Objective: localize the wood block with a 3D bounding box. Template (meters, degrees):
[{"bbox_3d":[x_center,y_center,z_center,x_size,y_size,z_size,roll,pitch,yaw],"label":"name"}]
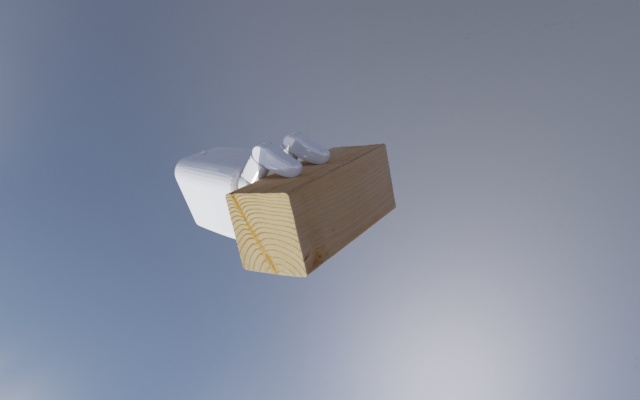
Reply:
[{"bbox_3d":[0.000,0.002,0.564,0.090,0.091,0.206,0,19,36],"label":"wood block"}]
